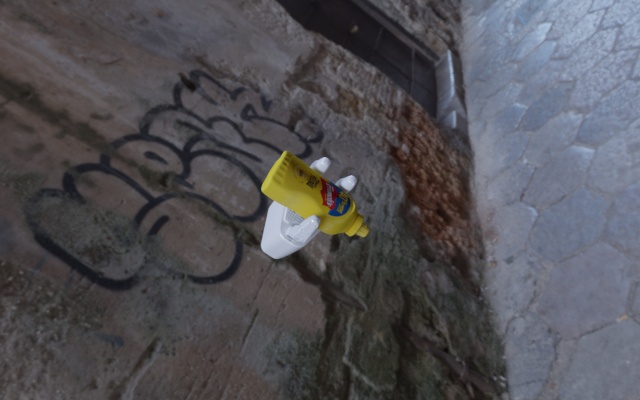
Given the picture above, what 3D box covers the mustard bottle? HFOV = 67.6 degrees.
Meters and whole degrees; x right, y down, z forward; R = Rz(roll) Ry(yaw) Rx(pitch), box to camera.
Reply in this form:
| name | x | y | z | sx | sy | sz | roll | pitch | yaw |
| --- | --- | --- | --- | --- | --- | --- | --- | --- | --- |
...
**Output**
| name | x | y | z | sx | sy | sz | roll | pitch | yaw |
| --- | --- | --- | --- | --- | --- | --- | --- | --- | --- |
| mustard bottle | 0.000 | 0.002 | 0.790 | 0.191 | 0.058 | 0.096 | 35 | 35 | -11 |
